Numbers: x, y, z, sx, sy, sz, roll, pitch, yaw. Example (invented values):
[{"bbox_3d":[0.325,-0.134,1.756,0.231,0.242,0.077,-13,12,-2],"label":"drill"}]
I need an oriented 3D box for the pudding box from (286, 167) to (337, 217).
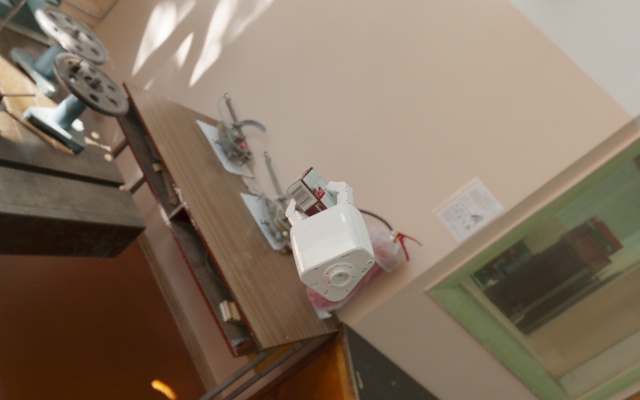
[{"bbox_3d":[0.000,0.003,0.823,0.039,0.113,0.090,-38,6,19],"label":"pudding box"}]
